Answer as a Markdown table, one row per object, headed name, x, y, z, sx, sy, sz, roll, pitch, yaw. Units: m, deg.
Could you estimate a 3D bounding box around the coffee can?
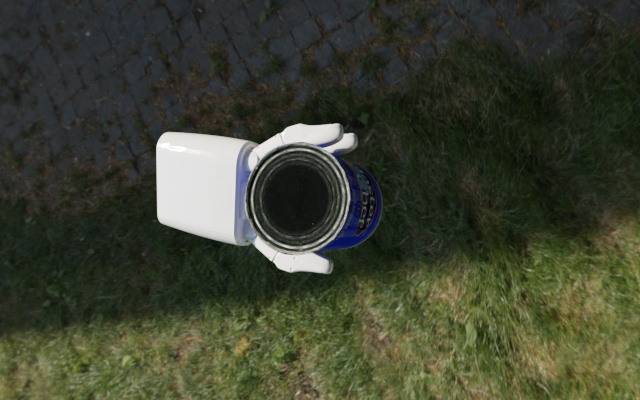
| name | x | y | z | sx | sy | sz | roll | pitch | yaw |
| --- | --- | --- | --- | --- | --- | --- | --- | --- | --- |
| coffee can | 0.000 | 0.002 | 0.492 | 0.103 | 0.103 | 0.140 | 0 | -3 | 19 |
